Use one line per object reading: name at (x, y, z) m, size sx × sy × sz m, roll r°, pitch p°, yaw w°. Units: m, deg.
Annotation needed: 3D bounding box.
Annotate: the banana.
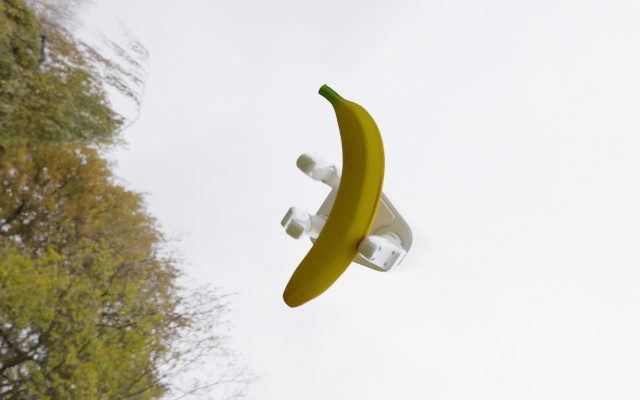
banana at (0.017, 0.001, 0.413) m, size 0.069 × 0.198 × 0.037 m, roll 9°, pitch -4°, yaw 25°
